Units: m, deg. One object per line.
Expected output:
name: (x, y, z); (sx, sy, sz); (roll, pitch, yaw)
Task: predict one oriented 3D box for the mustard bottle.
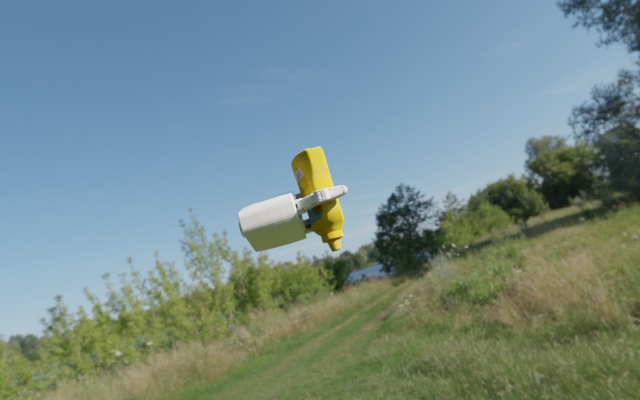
mustard bottle: (0.000, 0.003, 0.897); (0.058, 0.191, 0.096); (-13, -12, -25)
